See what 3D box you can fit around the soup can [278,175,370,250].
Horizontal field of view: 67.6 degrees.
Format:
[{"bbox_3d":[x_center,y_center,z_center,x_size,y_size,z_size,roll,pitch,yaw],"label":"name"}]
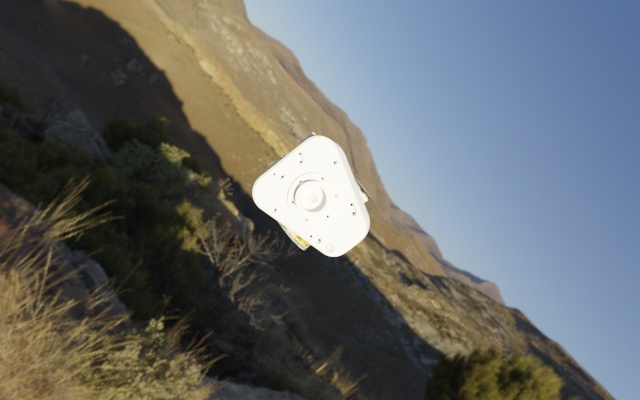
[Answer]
[{"bbox_3d":[0.000,0.002,0.578,0.102,0.068,0.068,-38,-3,4],"label":"soup can"}]
